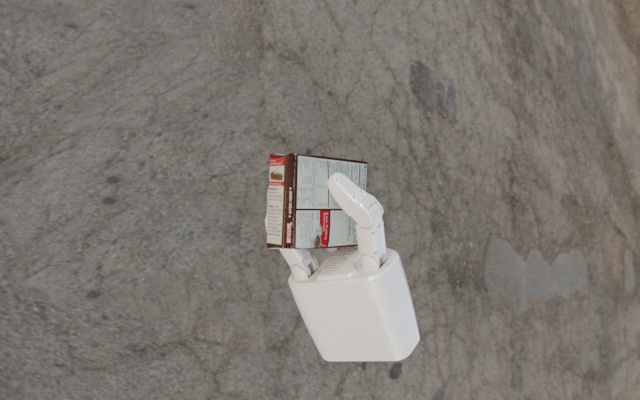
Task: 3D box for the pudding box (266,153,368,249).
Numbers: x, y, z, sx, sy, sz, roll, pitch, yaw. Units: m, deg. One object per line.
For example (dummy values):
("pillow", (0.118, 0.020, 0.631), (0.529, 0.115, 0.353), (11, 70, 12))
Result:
("pudding box", (0.000, 0.002, 0.471), (0.039, 0.090, 0.113), (1, 0, 40))
